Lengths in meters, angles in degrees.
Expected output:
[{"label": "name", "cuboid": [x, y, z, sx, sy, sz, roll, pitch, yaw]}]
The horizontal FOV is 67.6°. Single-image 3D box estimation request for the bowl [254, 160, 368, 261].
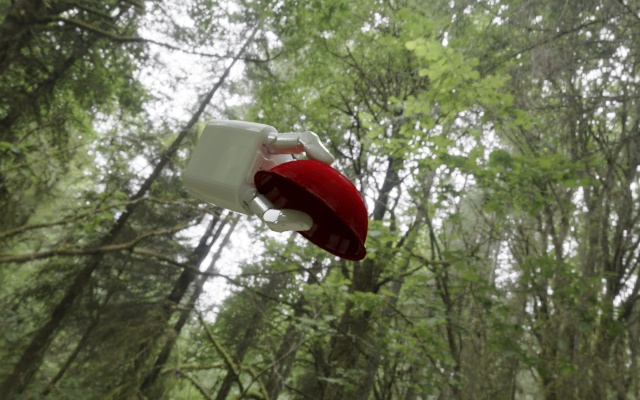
[{"label": "bowl", "cuboid": [0.001, 0.002, 0.570, 0.162, 0.055, 0.162, 33, -20, 14]}]
